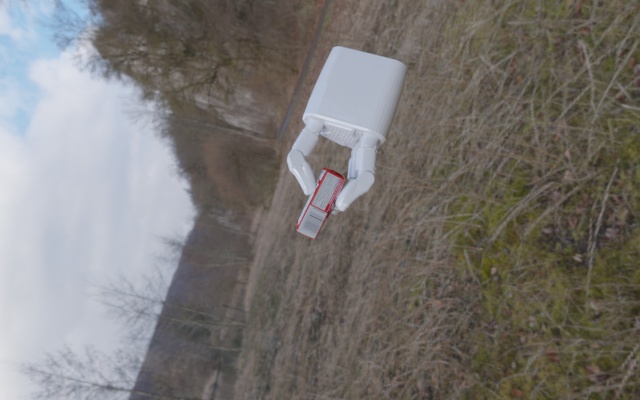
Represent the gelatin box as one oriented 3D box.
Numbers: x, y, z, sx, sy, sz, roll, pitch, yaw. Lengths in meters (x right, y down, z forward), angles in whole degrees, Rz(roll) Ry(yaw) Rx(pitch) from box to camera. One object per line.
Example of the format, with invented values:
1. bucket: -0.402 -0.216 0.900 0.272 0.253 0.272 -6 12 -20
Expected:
1. gelatin box: 0.000 0.002 0.625 0.030 0.089 0.073 27 3 -4
